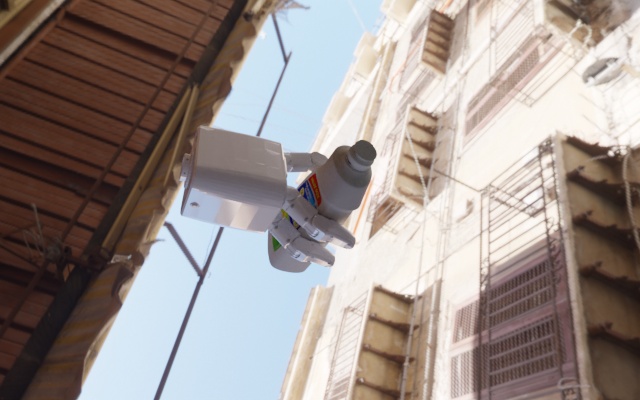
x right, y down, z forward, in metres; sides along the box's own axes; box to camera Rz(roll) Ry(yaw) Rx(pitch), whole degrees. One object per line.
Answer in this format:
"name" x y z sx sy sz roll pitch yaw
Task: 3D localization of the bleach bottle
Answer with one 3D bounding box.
"bleach bottle" 0.000 0.002 0.618 0.068 0.102 0.251 12 -35 -20
